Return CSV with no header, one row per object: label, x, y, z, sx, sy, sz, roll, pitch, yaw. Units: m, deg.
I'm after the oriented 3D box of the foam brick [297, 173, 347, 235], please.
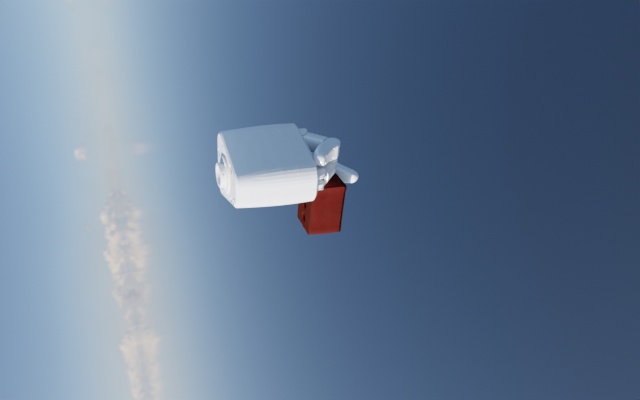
foam brick,0.000,0.003,0.683,0.051,0.078,0.053,-7,33,-21
